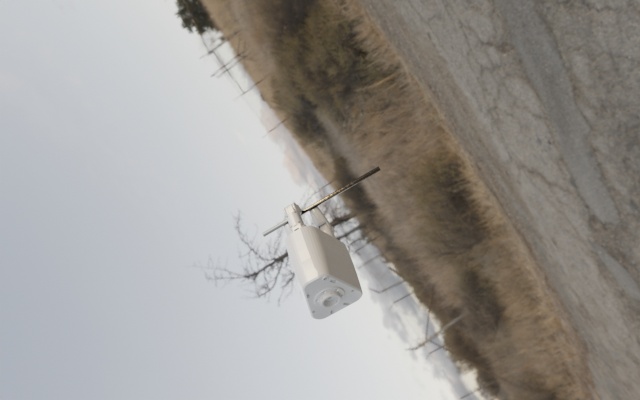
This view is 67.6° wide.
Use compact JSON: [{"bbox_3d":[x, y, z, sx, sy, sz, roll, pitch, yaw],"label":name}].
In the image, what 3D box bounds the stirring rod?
[{"bbox_3d":[0.000,0.003,0.849,0.239,0.011,0.011,-30,-4,7],"label":"stirring rod"}]
